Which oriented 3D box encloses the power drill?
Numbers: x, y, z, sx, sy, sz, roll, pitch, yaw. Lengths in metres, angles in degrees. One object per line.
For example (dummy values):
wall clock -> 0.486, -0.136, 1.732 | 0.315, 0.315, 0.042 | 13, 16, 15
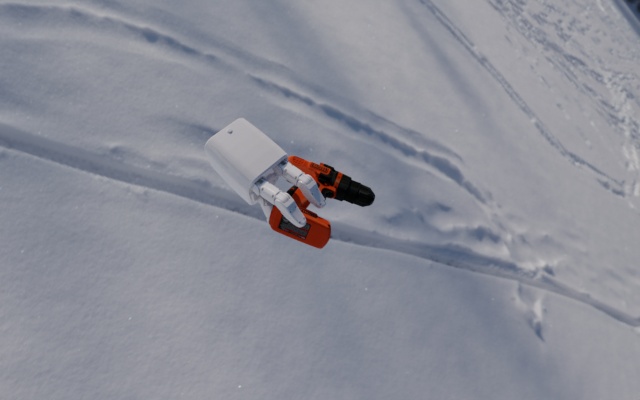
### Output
power drill -> 0.000, 0.003, 0.851 | 0.184, 0.057, 0.187 | 21, 34, 2
